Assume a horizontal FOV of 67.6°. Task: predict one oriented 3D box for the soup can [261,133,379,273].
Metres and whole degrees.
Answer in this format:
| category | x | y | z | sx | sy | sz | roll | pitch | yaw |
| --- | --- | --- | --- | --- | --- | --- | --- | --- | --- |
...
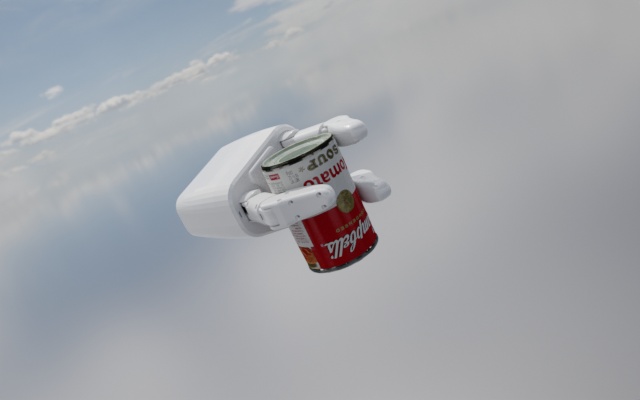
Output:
| category | x | y | z | sx | sy | sz | roll | pitch | yaw |
| --- | --- | --- | --- | --- | --- | --- | --- | --- | --- |
| soup can | 0.000 | 0.001 | 0.410 | 0.068 | 0.102 | 0.068 | -23 | 17 | 7 |
